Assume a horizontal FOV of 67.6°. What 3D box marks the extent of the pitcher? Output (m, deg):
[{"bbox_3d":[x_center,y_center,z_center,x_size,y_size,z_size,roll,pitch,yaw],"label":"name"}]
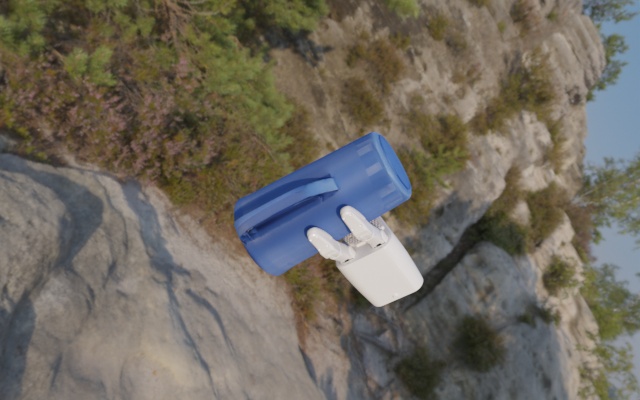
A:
[{"bbox_3d":[0.000,0.002,0.692,0.243,0.145,0.149,-29,29,18],"label":"pitcher"}]
